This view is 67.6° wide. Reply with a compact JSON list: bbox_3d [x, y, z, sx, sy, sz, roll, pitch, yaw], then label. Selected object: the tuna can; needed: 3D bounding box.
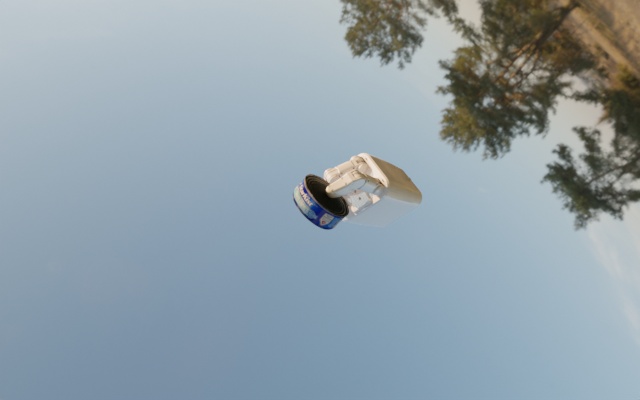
[{"bbox_3d":[0.000,0.003,0.720,0.034,0.086,0.086,-46,-23,24],"label":"tuna can"}]
